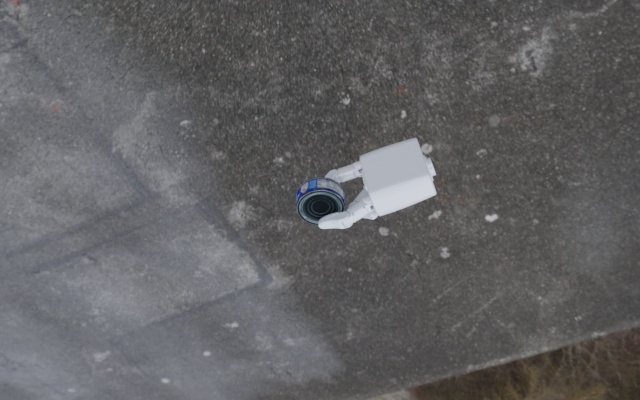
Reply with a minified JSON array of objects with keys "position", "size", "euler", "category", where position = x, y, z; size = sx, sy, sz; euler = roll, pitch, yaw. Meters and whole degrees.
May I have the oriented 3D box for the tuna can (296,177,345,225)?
[{"position":[0.000,0.003,0.828],"size":[0.086,0.086,0.033],"euler":[0,42,0],"category":"tuna can"}]
